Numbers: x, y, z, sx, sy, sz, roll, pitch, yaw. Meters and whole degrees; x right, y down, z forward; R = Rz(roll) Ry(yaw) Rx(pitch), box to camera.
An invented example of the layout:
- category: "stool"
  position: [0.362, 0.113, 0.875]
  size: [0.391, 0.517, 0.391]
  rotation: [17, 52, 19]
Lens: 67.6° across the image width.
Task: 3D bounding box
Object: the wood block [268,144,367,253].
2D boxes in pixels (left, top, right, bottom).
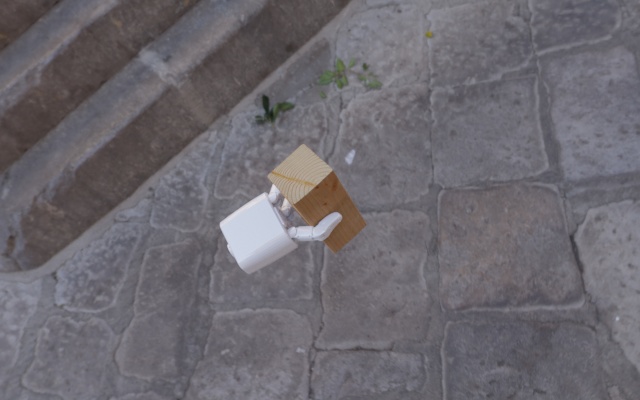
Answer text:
- category: "wood block"
  position: [0.000, 0.003, 0.890]
  size: [0.090, 0.090, 0.206]
  rotation: [45, -5, 36]
